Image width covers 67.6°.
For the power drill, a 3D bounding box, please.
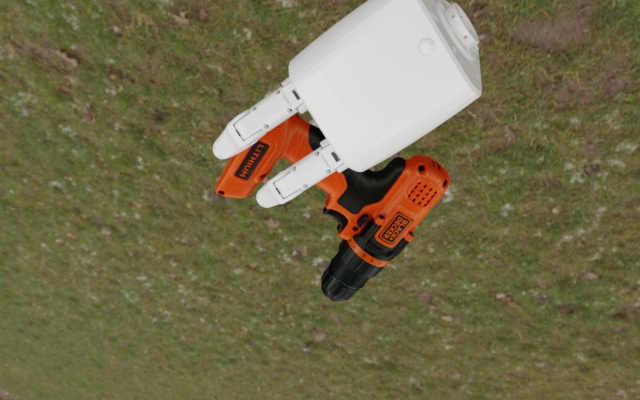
[{"bbox_3d":[0.000,0.001,0.459,0.188,0.184,0.057,29,25,-14],"label":"power drill"}]
